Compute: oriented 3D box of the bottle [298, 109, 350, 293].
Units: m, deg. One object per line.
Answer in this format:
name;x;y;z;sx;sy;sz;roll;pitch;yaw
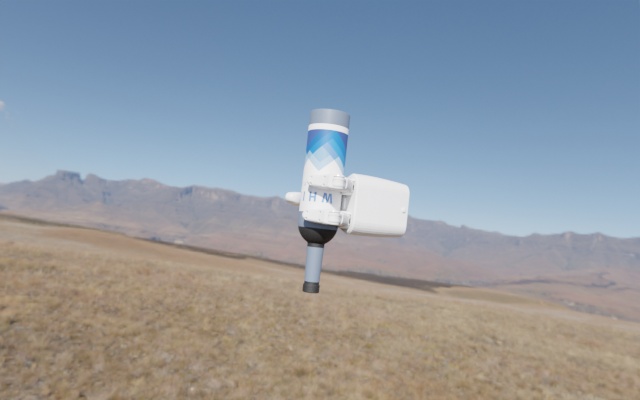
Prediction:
bottle;0.000;0.002;0.782;0.069;0.295;0.069;6;-4;0
